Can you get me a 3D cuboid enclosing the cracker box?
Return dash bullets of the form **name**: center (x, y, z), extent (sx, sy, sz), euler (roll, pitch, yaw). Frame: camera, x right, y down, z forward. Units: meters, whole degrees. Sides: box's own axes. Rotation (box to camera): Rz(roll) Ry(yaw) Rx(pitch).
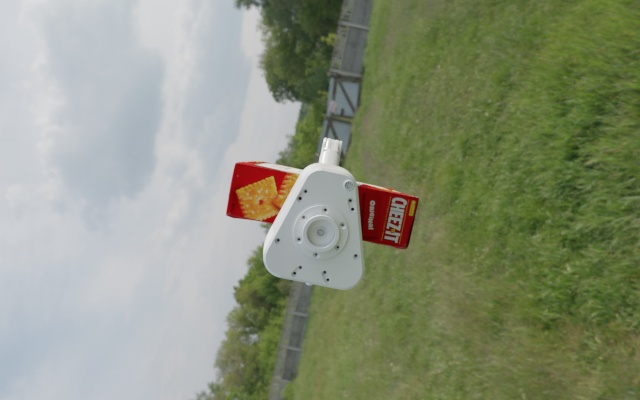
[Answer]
- **cracker box**: center (0.000, 0.002, 0.619), extent (0.214, 0.072, 0.164), euler (12, 4, -2)
